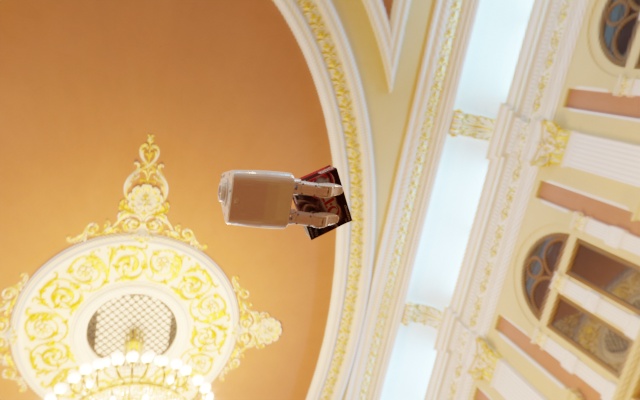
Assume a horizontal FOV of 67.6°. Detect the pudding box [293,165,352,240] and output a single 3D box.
[{"bbox_3d":[0.000,0.003,0.878,0.090,0.113,0.039,-24,26,-15],"label":"pudding box"}]
